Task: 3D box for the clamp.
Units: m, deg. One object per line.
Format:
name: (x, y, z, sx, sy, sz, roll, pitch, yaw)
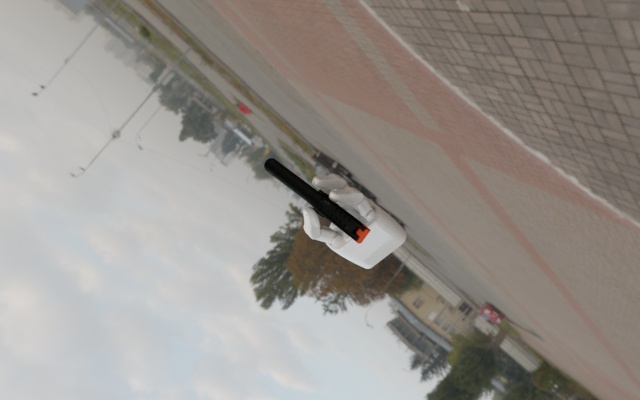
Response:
clamp: (0.000, 0.004, 0.798, 0.165, 0.036, 0.210, 32, 5, -42)
